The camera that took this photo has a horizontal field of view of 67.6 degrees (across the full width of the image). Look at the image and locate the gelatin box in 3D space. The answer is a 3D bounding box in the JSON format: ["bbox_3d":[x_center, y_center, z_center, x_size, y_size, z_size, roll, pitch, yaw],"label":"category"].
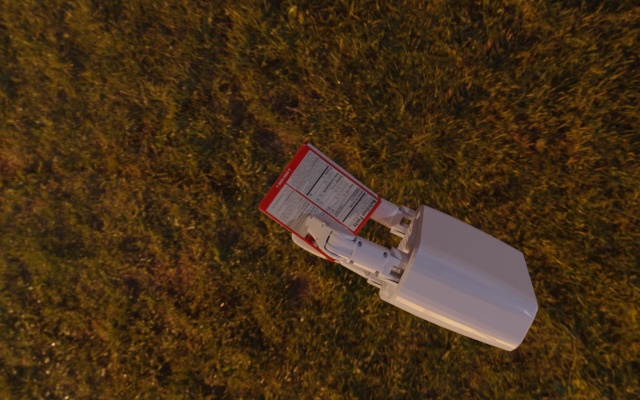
[{"bbox_3d":[0.000,0.001,0.439,0.089,0.073,0.030,36,11,-3],"label":"gelatin box"}]
